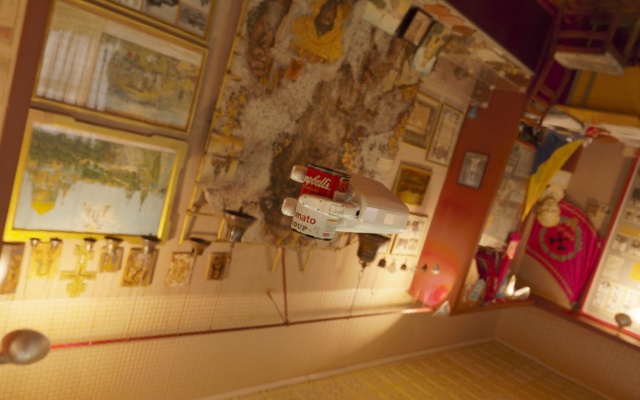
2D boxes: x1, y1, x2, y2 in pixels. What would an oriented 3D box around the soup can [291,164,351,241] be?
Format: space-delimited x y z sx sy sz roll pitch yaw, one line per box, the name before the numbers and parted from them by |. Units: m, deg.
soup can | 0.000 0.003 0.720 0.068 0.102 0.068 16 7 -2
